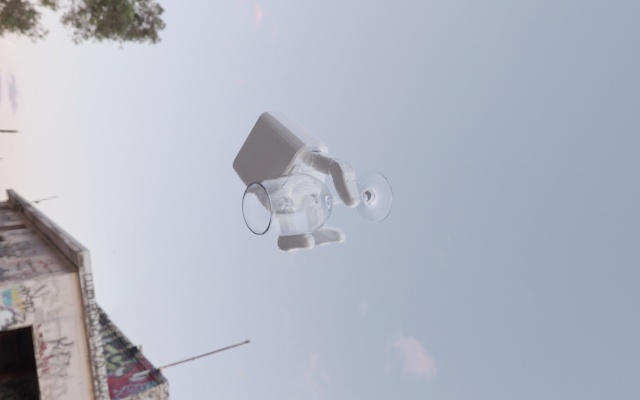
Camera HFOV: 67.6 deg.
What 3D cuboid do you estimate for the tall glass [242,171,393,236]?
[{"bbox_3d":[0.001,0.002,0.617,0.201,0.079,0.079,-6,4,-42],"label":"tall glass"}]
